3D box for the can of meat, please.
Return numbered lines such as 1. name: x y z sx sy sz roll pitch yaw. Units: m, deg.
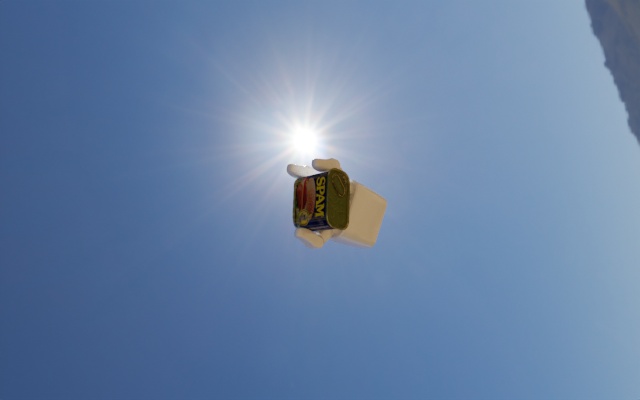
1. can of meat: 0.000 0.003 0.816 0.084 0.102 0.057 -10 -18 40
